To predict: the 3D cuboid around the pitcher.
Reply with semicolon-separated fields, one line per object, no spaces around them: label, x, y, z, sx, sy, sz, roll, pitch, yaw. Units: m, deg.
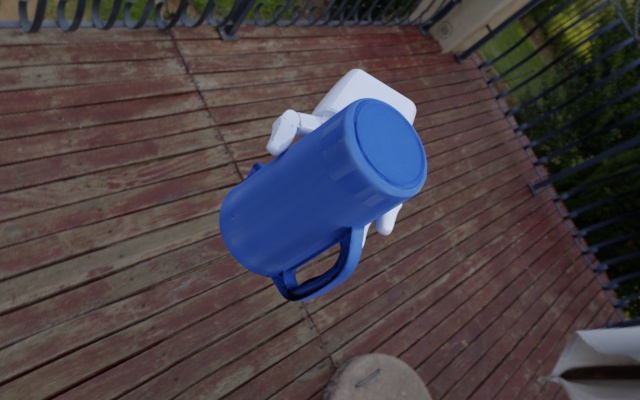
pitcher;0.000;0.002;0.533;0.243;0.149;0.145;-33;20;46
